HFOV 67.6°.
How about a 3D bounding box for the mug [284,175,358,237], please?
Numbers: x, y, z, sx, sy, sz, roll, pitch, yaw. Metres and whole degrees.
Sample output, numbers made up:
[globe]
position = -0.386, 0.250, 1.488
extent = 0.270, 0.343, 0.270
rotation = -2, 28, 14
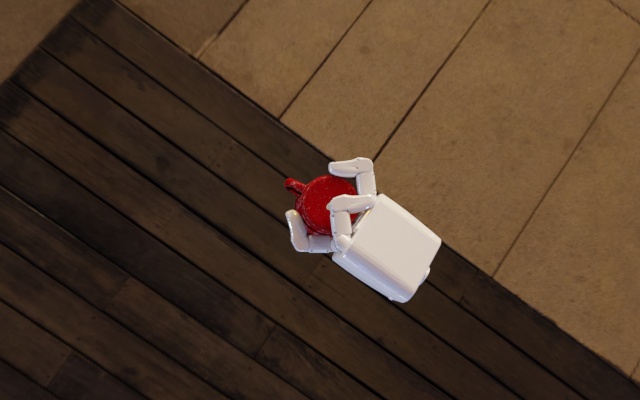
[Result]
[mug]
position = -0.001, 0.001, 0.688
extent = 0.117, 0.093, 0.081
rotation = 34, -9, -1
